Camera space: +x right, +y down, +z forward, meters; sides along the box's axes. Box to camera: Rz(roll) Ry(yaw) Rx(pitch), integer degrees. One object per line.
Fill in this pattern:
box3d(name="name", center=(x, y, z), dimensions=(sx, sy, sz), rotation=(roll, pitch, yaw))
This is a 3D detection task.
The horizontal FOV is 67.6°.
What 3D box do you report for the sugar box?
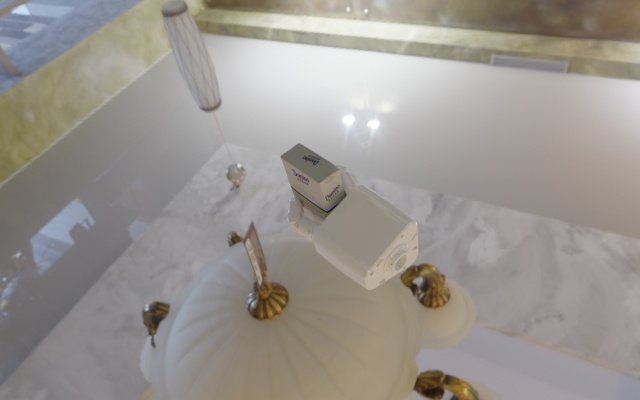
box3d(name="sugar box", center=(0.001, 0.002, 0.745), dimensions=(0.048, 0.176, 0.093), rotation=(-37, 50, -22))
